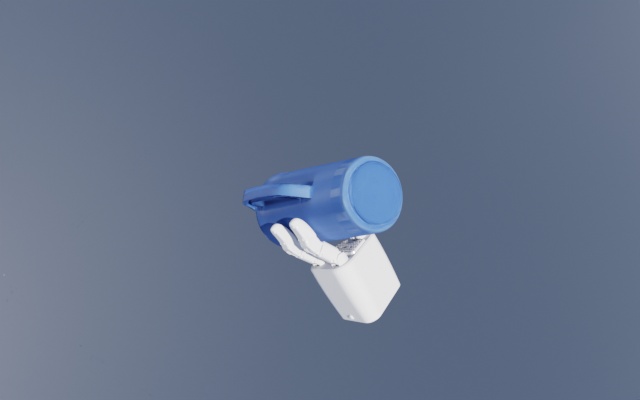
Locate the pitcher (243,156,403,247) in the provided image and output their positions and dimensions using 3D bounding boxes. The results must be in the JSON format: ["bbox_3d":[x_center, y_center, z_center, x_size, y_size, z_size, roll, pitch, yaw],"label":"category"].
[{"bbox_3d":[0.000,0.003,0.739,0.149,0.145,0.243,-38,15,-32],"label":"pitcher"}]
